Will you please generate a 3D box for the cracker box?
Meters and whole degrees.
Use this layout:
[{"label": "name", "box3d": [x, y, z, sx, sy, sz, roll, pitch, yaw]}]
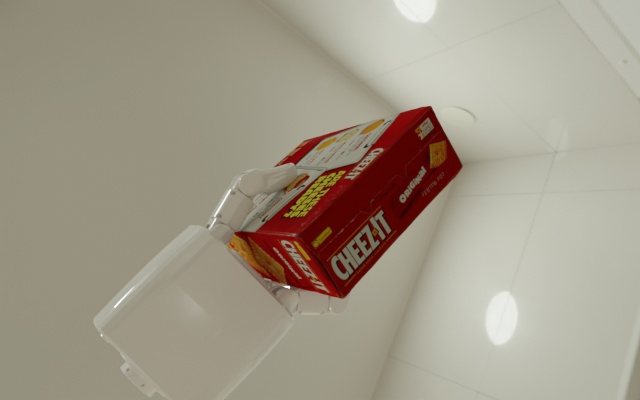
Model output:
[{"label": "cracker box", "box3d": [0.000, 0.001, 0.452, 0.164, 0.072, 0.213, -44, 20, -24]}]
